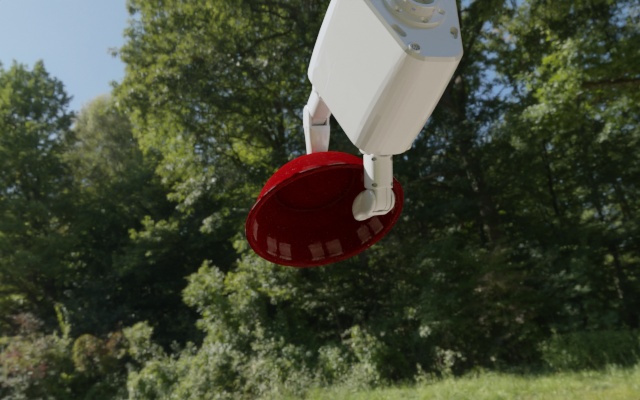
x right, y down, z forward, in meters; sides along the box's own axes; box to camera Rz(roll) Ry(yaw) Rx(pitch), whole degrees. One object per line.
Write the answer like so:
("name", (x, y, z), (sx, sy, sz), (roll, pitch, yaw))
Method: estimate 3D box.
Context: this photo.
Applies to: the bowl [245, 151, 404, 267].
("bowl", (-0.001, 0.002, 0.492), (0.162, 0.055, 0.162), (-11, -39, -9))
